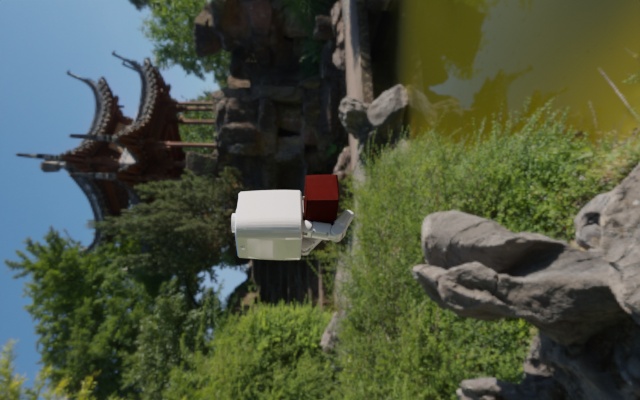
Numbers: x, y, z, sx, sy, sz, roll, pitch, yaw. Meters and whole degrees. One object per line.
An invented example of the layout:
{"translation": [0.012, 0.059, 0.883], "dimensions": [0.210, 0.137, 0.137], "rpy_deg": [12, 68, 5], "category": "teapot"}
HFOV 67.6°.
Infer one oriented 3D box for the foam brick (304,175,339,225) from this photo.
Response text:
{"translation": [0.000, 0.002, 0.765], "dimensions": [0.051, 0.053, 0.078], "rpy_deg": [1, -38, -4], "category": "foam brick"}
